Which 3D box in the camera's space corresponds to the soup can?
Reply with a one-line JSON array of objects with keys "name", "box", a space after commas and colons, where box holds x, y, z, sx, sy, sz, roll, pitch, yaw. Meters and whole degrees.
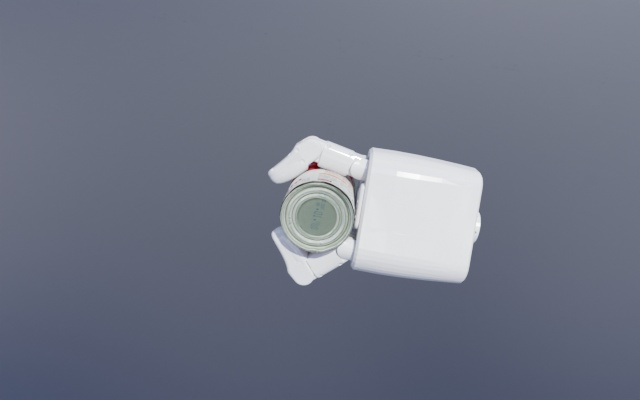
[{"name": "soup can", "box": [0.000, 0.001, 0.462, 0.068, 0.068, 0.102, 0, 17, 4]}]
